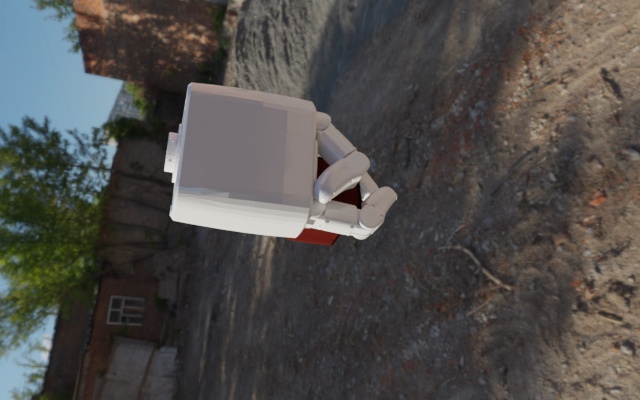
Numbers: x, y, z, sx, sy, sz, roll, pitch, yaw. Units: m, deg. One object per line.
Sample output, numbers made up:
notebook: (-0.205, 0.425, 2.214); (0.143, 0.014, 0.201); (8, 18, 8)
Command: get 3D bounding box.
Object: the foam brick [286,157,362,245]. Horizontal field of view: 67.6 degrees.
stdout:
foam brick: (0.000, 0.002, 0.458); (0.051, 0.053, 0.078); (7, -33, -18)
